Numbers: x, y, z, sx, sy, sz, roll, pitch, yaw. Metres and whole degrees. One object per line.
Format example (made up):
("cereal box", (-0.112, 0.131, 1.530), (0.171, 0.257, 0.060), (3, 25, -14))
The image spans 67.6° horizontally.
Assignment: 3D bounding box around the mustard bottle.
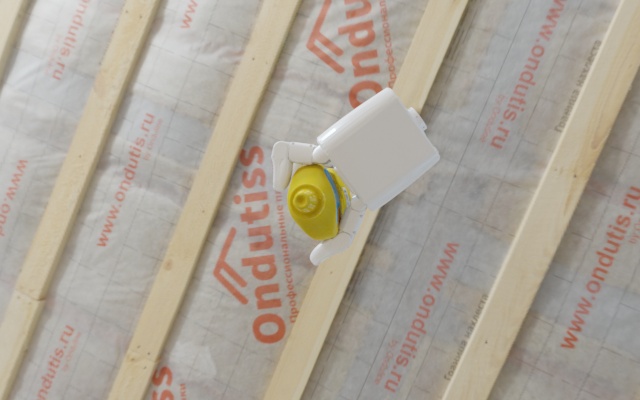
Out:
("mustard bottle", (0.000, 0.002, 0.610), (0.058, 0.096, 0.191), (-12, -3, 11))
